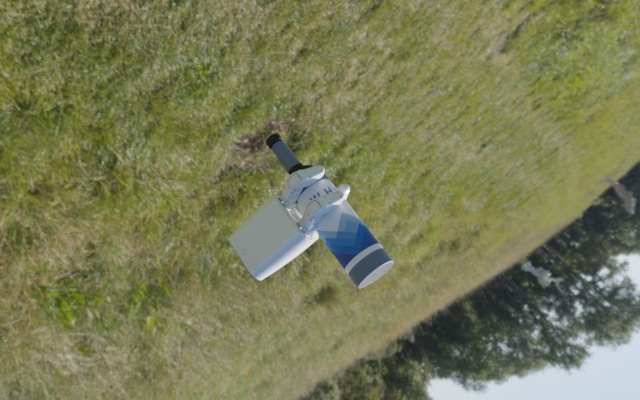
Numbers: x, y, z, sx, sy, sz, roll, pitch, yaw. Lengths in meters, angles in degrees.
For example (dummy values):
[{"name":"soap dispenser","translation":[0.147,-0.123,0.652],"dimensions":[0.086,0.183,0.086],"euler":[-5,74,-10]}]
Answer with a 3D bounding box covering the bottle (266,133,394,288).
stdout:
[{"name":"bottle","translation":[0.000,0.003,0.764],"dimensions":[0.069,0.295,0.069],"euler":[-31,-23,-15]}]
